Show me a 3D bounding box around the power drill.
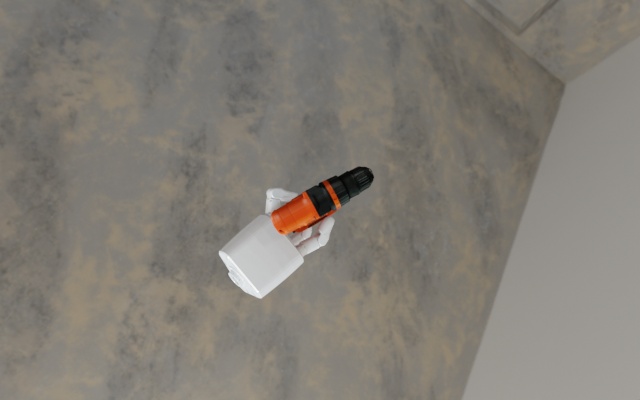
[{"bbox_3d":[0.000,0.003,0.849,0.184,0.057,0.188,-27,-5,-6],"label":"power drill"}]
